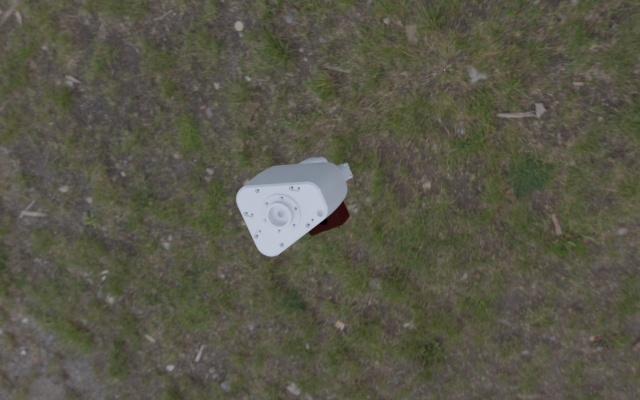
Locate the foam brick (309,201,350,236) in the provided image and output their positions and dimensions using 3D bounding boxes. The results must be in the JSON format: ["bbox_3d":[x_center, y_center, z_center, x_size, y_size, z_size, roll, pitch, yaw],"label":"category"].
[{"bbox_3d":[0.000,0.002,0.681,0.053,0.078,0.051,-21,9,18],"label":"foam brick"}]
